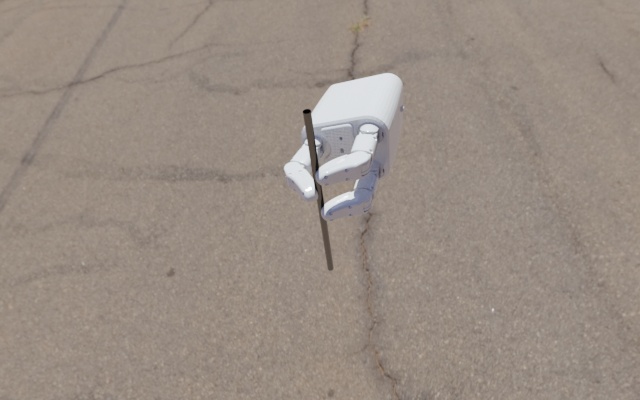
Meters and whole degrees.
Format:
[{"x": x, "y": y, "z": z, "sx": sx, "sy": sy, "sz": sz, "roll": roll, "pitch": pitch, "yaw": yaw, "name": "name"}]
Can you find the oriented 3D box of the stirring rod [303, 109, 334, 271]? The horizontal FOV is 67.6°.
[{"x": 0.000, "y": 0.002, "z": 0.534, "sx": 0.011, "sy": 0.240, "sz": 0.011, "roll": -4, "pitch": 44, "yaw": 4, "name": "stirring rod"}]
